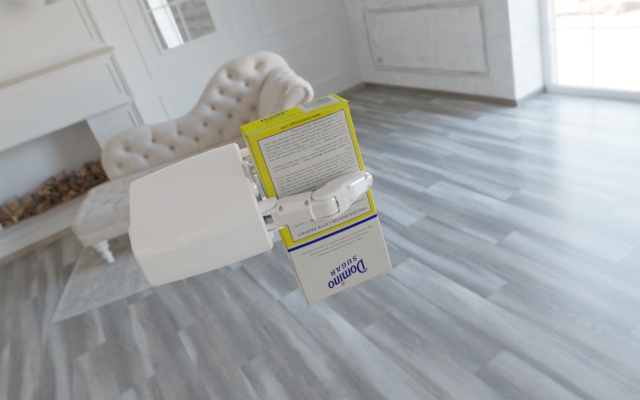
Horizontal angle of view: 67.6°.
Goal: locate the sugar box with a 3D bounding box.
[{"bbox_3d":[0.000,0.001,0.443,0.093,0.176,0.048,-21,26,-9],"label":"sugar box"}]
